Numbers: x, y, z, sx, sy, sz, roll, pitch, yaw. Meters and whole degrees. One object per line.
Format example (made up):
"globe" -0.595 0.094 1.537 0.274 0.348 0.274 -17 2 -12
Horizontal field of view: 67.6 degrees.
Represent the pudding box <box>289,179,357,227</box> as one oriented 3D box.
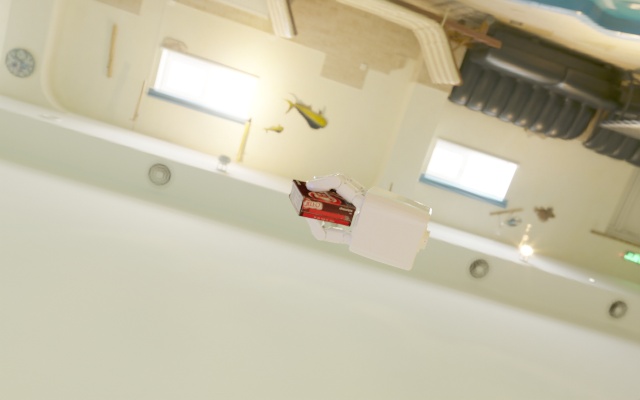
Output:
"pudding box" 0.000 0.003 0.797 0.090 0.039 0.113 14 11 -16
